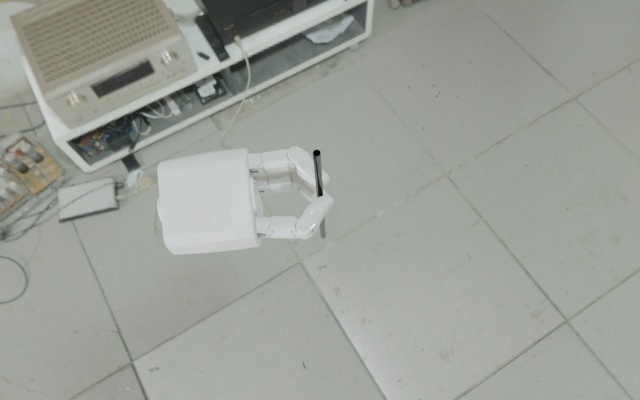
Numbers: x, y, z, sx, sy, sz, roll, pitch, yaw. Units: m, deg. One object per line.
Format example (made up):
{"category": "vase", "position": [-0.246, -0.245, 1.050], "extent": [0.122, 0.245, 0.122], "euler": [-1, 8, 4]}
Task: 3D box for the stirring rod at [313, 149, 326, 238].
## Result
{"category": "stirring rod", "position": [0.000, 0.002, 0.591], "extent": [0.011, 0.011, 0.240], "euler": [0, -25, 2]}
